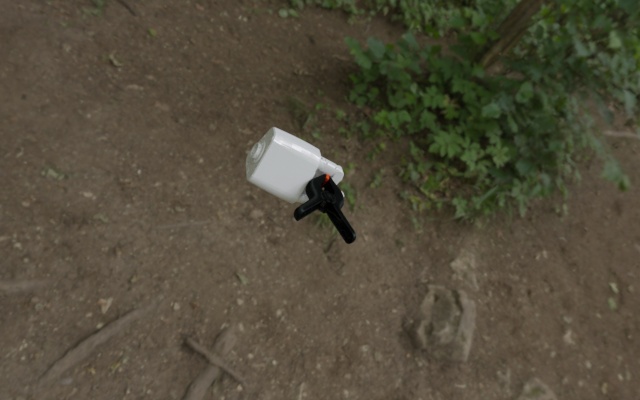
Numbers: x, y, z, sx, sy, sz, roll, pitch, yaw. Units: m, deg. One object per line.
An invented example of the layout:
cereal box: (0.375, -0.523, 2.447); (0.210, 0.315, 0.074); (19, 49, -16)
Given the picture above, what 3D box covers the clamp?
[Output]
clamp: (0.001, 0.002, 0.880); (0.120, 0.039, 0.171); (26, 28, -27)
